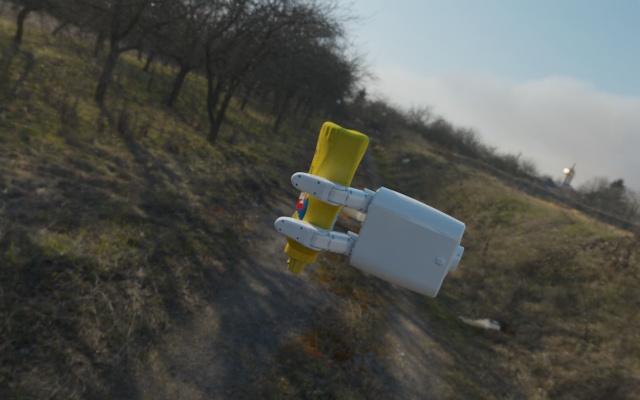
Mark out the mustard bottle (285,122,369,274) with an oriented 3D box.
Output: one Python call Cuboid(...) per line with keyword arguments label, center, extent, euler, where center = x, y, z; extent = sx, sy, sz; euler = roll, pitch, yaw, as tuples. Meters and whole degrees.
Cuboid(label="mustard bottle", center=(0.000, 0.002, 0.591), extent=(0.058, 0.191, 0.096), euler=(18, 10, -10))
